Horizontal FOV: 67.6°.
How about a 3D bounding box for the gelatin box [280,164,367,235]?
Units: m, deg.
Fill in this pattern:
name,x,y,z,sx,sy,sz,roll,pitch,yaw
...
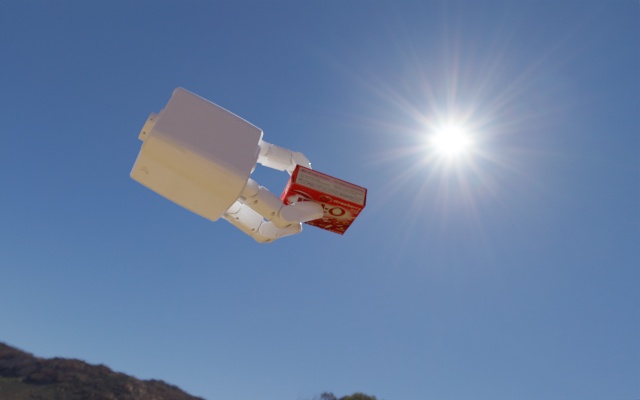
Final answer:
name,x,y,z,sx,sy,sz,roll,pitch,yaw
gelatin box,0.000,0.002,0.560,0.089,0.030,0.073,18,-35,-10
